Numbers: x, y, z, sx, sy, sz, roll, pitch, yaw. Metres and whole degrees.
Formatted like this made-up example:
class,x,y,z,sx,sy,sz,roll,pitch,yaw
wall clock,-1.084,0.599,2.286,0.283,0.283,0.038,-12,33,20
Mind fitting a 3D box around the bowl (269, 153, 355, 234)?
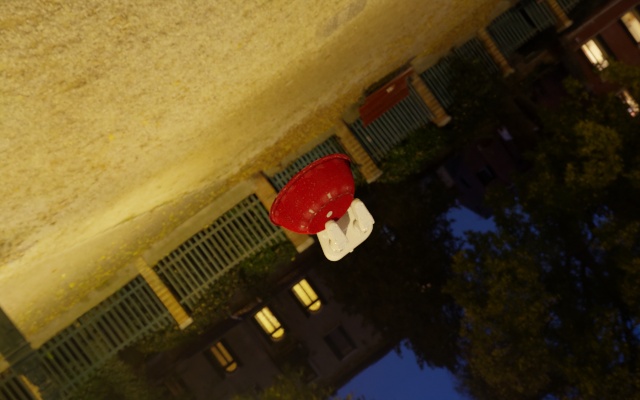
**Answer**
class,x,y,z,sx,sy,sz,roll,pitch,yaw
bowl,0.000,0.002,0.754,0.162,0.055,0.162,-33,-23,-17
